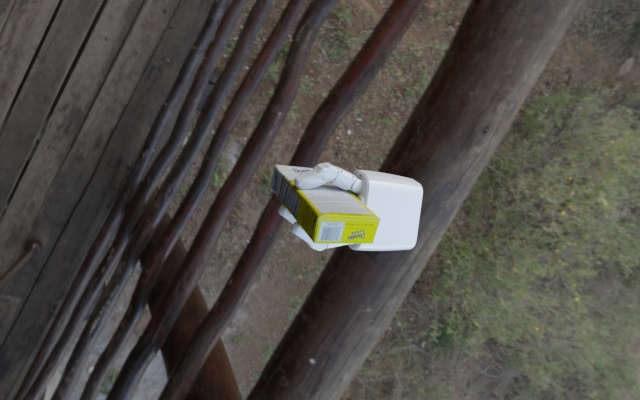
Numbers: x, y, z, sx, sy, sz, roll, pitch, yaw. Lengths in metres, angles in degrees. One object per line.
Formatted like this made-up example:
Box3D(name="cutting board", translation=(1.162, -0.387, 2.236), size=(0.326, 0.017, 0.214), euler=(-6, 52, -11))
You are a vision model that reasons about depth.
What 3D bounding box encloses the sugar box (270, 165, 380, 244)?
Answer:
Box3D(name="sugar box", translation=(0.000, 0.003, 0.686), size=(0.093, 0.048, 0.176), euler=(4, 21, -27))
